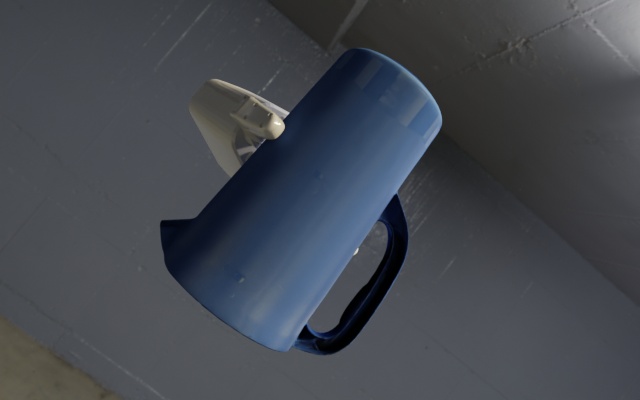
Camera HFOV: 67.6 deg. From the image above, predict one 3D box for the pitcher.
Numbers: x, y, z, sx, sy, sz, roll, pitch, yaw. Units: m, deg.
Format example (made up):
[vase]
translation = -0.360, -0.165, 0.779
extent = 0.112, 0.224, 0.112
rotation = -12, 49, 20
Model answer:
[pitcher]
translation = 0.000, 0.001, 0.411
extent = 0.145, 0.243, 0.149
rotation = 35, -6, 42
